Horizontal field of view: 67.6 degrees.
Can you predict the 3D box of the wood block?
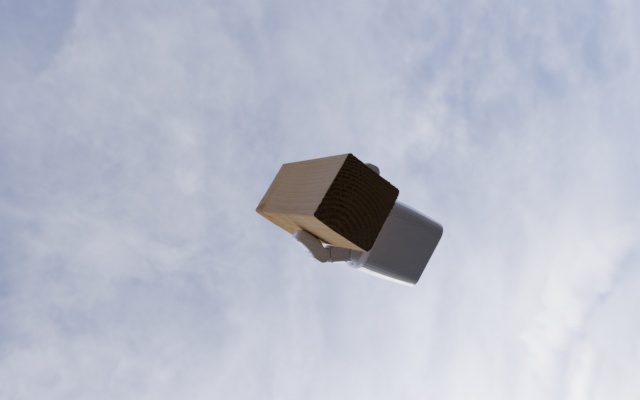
[{"bbox_3d":[0.000,0.003,0.655,0.090,0.091,0.206,34,-14,-22],"label":"wood block"}]
